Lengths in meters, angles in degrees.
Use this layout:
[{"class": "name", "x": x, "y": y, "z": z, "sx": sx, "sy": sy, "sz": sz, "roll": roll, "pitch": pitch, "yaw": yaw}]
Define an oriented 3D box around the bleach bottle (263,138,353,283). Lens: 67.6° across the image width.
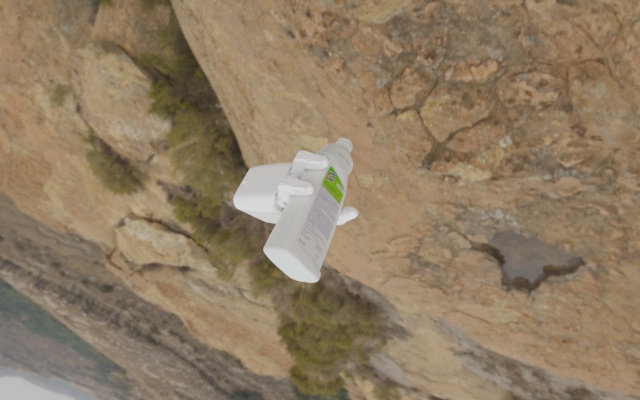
[{"class": "bleach bottle", "x": 0.000, "y": 0.003, "z": 0.793, "sx": 0.068, "sy": 0.250, "sz": 0.103, "roll": 0, "pitch": -38, "yaw": 40}]
